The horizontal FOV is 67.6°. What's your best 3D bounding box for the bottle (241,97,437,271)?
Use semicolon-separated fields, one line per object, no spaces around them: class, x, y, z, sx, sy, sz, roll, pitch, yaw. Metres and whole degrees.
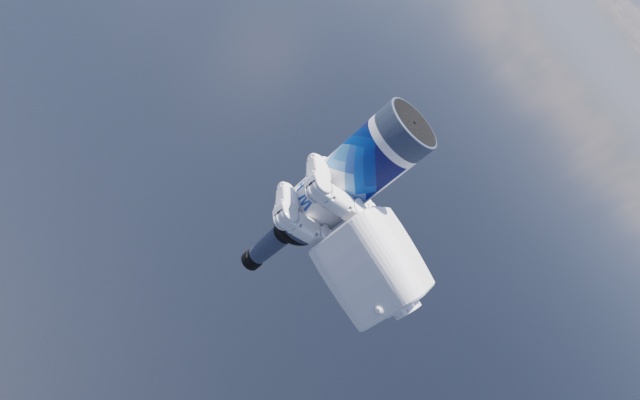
bottle;0.000;0.002;0.557;0.296;0.069;0.069;-40;-24;32
